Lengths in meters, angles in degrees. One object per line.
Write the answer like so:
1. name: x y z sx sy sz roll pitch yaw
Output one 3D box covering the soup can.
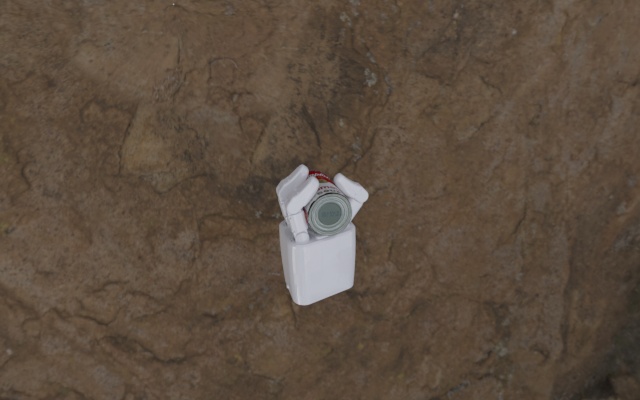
1. soup can: 0.000 0.002 0.714 0.068 0.068 0.102 0 22 -17
